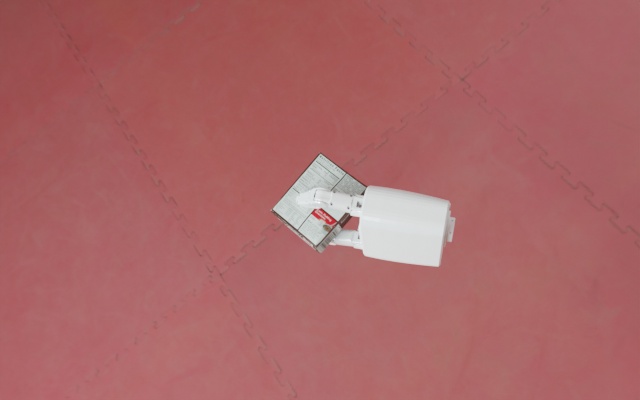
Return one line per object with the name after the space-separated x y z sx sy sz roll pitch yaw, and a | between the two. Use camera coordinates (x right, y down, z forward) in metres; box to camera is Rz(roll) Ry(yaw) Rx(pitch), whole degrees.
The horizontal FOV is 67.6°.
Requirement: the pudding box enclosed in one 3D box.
0.000 0.002 0.672 0.090 0.113 0.039 39 -8 19 | pudding box
